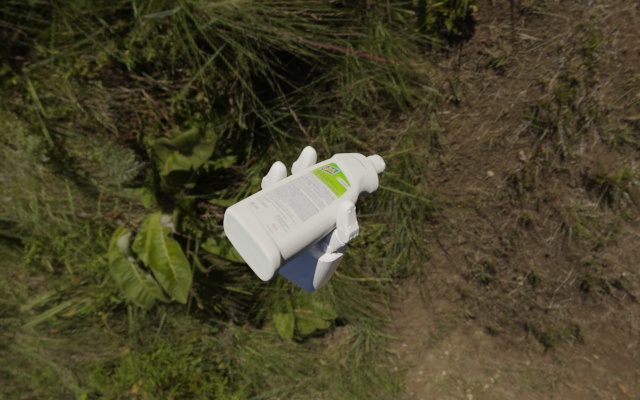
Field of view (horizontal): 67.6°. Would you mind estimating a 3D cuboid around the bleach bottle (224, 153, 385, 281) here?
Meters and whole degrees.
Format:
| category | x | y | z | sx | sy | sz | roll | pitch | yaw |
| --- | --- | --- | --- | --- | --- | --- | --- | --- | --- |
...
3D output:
| category | x | y | z | sx | sy | sz | roll | pitch | yaw |
| --- | --- | --- | --- | --- | --- | --- | --- | --- | --- |
| bleach bottle | 0.000 | 0.002 | 0.644 | 0.250 | 0.102 | 0.068 | -29 | -24 | -33 |
